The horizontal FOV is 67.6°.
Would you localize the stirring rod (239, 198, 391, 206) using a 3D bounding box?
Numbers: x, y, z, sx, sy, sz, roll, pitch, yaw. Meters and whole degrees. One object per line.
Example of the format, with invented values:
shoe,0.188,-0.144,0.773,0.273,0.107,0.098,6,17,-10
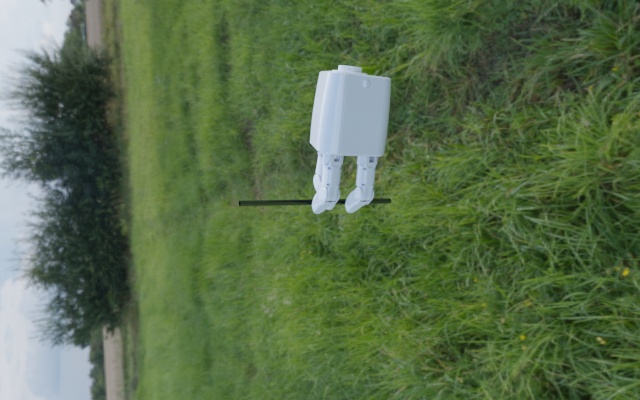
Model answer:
stirring rod,0.000,0.002,0.689,0.239,0.011,0.011,-1,0,-26
